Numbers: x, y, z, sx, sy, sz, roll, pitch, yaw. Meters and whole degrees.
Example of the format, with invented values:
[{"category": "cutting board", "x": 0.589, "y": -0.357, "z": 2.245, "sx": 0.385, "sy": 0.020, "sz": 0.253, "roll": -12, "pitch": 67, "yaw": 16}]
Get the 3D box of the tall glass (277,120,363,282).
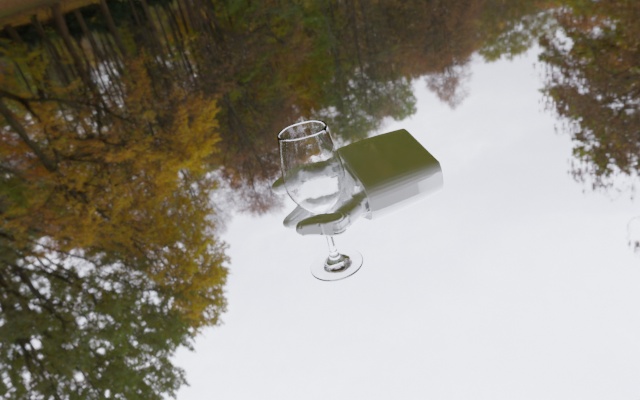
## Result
[{"category": "tall glass", "x": 0.000, "y": 0.003, "z": 0.612, "sx": 0.079, "sy": 0.201, "sz": 0.079, "roll": -12, "pitch": 27, "yaw": 6}]
